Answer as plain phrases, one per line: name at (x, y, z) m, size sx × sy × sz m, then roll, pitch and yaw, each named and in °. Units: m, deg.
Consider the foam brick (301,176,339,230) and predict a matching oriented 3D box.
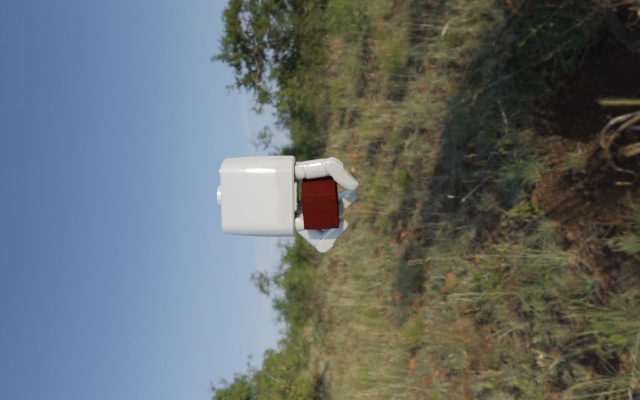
foam brick at (0.000, 0.002, 0.691) m, size 0.051 × 0.053 × 0.078 m, roll -3°, pitch 23°, yaw 1°
